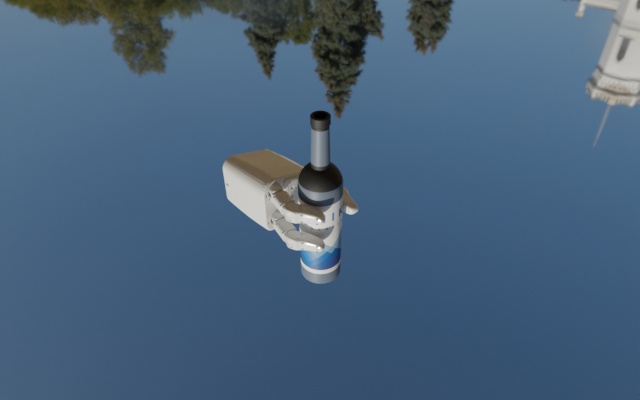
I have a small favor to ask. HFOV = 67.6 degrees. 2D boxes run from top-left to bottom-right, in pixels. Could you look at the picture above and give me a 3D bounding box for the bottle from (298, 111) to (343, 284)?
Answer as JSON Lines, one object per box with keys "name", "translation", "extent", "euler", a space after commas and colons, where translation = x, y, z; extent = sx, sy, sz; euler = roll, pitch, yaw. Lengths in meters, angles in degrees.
{"name": "bottle", "translation": [0.000, 0.003, 0.719], "extent": [0.069, 0.296, 0.069], "euler": [0, 39, 0]}
